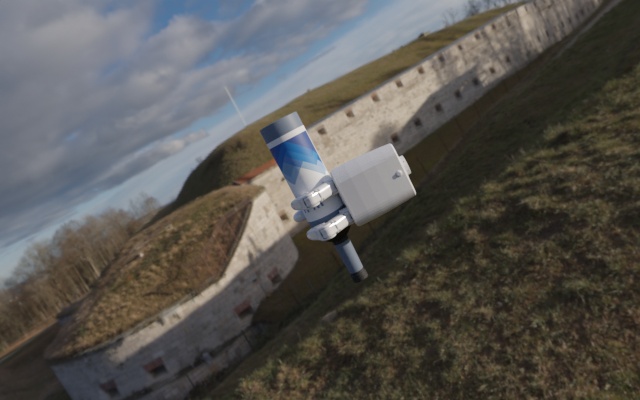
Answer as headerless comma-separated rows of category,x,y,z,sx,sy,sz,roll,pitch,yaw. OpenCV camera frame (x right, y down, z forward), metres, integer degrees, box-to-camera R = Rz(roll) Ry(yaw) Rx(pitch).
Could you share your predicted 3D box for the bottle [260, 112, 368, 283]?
bottle,0.000,0.002,0.781,0.069,0.296,0.069,-27,8,4
